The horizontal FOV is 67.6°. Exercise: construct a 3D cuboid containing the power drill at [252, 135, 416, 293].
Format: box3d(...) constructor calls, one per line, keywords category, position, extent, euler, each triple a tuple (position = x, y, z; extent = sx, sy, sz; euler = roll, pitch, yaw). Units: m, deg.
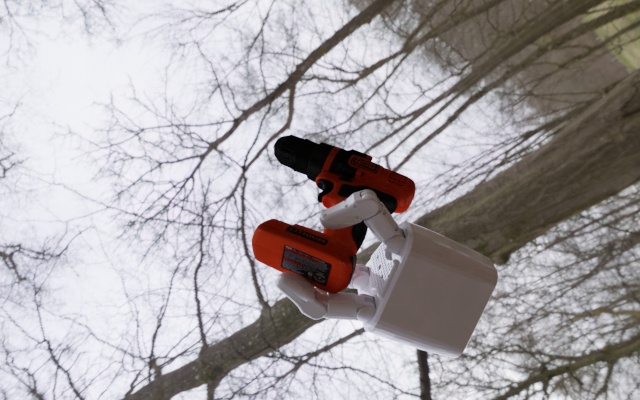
box3d(category="power drill", position=(0.000, 0.002, 0.535), extent=(0.184, 0.057, 0.187), euler=(21, 44, 13))
